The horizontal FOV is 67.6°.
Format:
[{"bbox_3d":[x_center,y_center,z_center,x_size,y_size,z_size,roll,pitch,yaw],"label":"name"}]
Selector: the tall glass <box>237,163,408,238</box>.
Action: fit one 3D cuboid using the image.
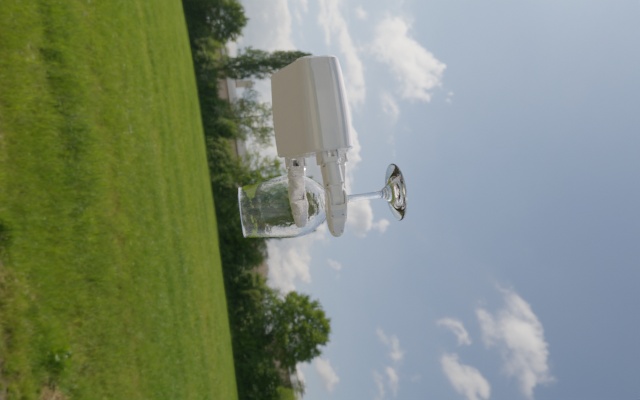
[{"bbox_3d":[0.001,0.002,0.593,0.201,0.079,0.079,-8,1,-10],"label":"tall glass"}]
